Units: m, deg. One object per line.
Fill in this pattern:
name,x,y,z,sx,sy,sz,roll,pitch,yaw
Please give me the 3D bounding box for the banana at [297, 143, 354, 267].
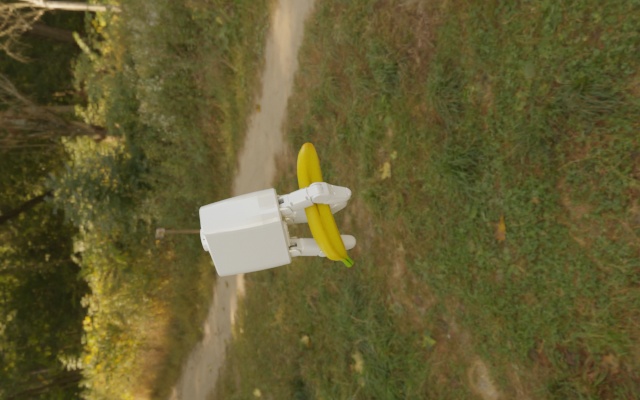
banana,-0.003,0.003,0.683,0.037,0.197,0.069,-19,-12,11
